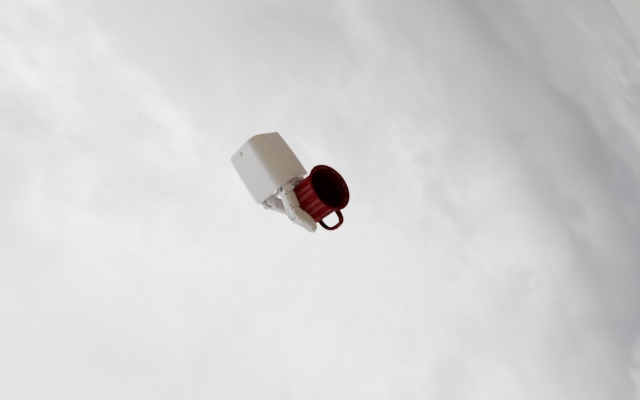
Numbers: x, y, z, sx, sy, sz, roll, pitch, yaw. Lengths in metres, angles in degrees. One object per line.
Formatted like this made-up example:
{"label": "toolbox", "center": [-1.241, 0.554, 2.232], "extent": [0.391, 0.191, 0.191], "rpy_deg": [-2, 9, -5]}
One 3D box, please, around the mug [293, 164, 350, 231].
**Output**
{"label": "mug", "center": [0.001, 0.004, 0.884], "extent": [0.081, 0.117, 0.093], "rpy_deg": [-36, -5, 42]}
